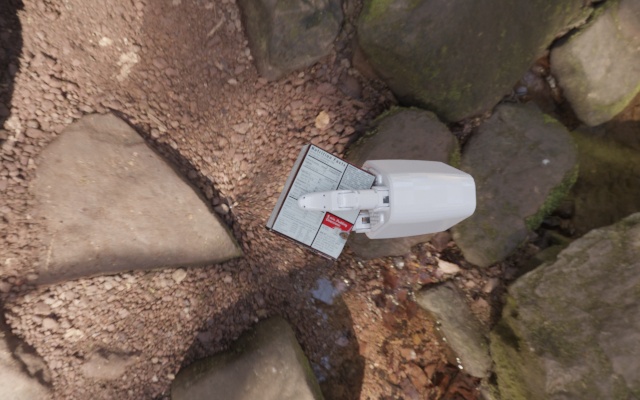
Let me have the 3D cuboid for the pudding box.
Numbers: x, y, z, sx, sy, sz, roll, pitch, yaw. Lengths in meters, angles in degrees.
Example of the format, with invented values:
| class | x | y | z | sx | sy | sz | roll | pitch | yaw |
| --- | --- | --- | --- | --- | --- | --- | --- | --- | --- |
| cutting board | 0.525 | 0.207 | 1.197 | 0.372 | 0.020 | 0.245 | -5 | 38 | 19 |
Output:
| class | x | y | z | sx | sy | sz | roll | pitch | yaw |
| --- | --- | --- | --- | --- | --- | --- | --- | --- | --- |
| pudding box | 0.000 | 0.002 | 0.553 | 0.090 | 0.113 | 0.039 | 26 | -7 | -12 |
